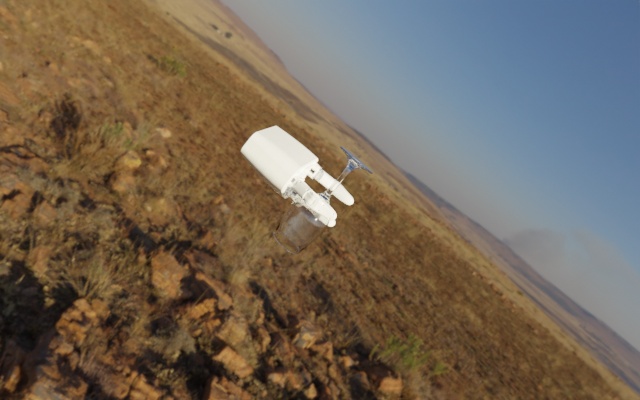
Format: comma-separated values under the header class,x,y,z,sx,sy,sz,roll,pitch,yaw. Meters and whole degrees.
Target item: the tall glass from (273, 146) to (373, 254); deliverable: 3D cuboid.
class,x,y,z,sx,sy,sz,roll,pitch,yaw
tall glass,0.001,0.002,0.854,0.079,0.201,0.079,39,10,-8
